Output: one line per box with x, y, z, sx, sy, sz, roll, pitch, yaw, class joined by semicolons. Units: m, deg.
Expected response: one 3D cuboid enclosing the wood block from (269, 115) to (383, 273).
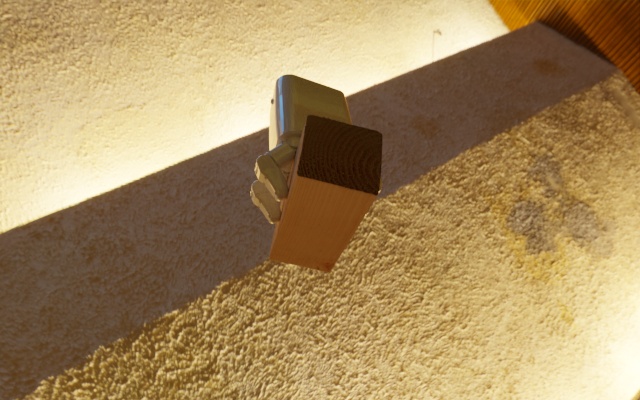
0.000;0.002;0.598;0.091;0.090;0.206;13;-33;-7;wood block
